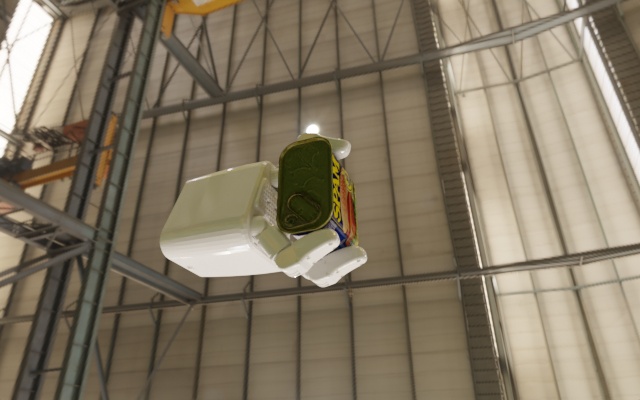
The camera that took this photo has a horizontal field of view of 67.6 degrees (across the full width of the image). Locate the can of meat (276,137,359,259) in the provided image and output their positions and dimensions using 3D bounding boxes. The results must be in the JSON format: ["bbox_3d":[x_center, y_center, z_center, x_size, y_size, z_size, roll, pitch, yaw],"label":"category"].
[{"bbox_3d":[0.000,0.002,0.487,0.057,0.102,0.084,-11,-31,19],"label":"can of meat"}]
